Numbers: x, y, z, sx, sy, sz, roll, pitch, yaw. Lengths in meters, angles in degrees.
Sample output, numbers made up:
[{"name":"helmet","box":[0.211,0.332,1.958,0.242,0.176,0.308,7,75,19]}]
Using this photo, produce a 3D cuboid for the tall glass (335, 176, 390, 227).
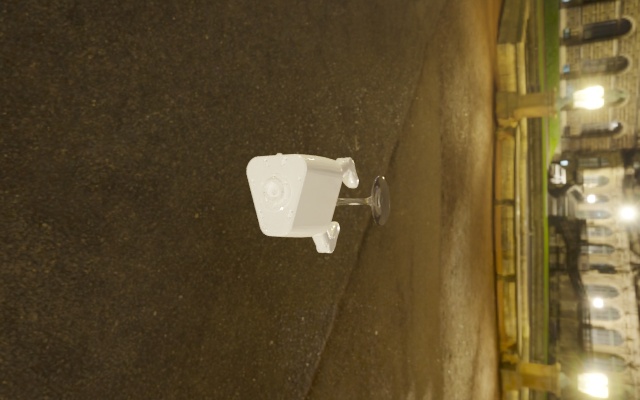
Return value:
[{"name":"tall glass","box":[0.001,0.002,0.742,0.201,0.079,0.079,-1,-1,27]}]
